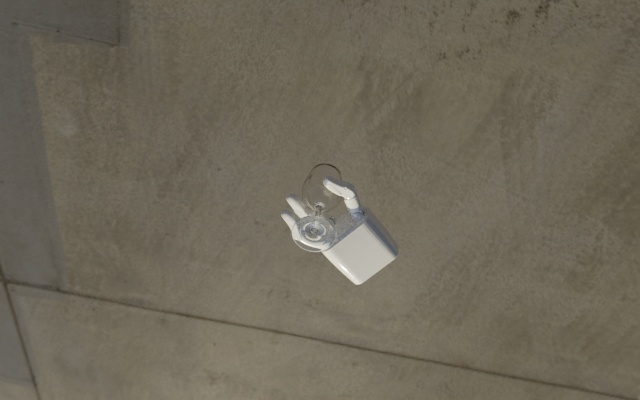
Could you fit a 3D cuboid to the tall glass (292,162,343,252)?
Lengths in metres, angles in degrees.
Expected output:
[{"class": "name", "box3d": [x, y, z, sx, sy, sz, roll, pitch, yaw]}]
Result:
[{"class": "tall glass", "box3d": [0.000, 0.003, 0.868, 0.079, 0.079, 0.201, 0, 33, 7]}]
